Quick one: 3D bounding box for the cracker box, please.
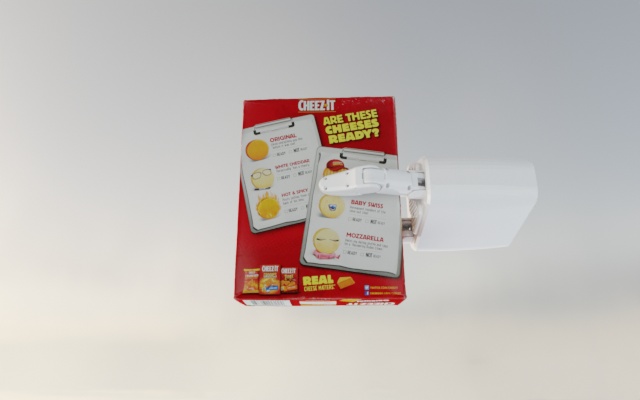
[{"bbox_3d":[0.000,0.002,0.503,0.164,0.213,0.072,-1,-19,1],"label":"cracker box"}]
